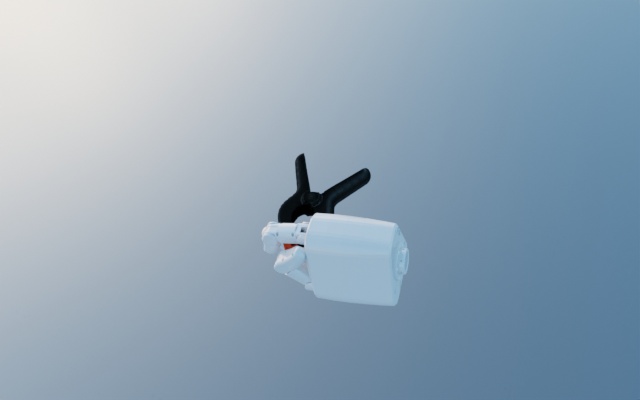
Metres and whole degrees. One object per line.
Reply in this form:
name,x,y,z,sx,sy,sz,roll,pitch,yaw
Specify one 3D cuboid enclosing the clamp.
clamp,0.000,0.002,0.679,0.120,0.171,0.039,4,-36,20
